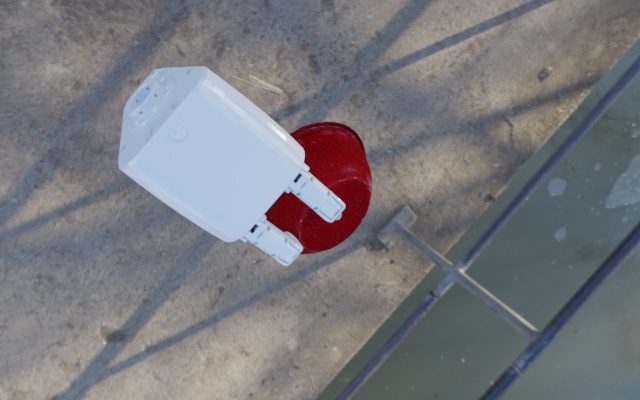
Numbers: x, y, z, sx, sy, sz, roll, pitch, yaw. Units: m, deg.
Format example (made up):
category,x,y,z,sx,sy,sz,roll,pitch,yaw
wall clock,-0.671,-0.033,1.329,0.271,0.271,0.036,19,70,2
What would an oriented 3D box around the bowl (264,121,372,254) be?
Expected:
category,x,y,z,sx,sy,sz,roll,pitch,yaw
bowl,0.001,0.002,0.501,0.162,0.162,0.055,0,33,-44
